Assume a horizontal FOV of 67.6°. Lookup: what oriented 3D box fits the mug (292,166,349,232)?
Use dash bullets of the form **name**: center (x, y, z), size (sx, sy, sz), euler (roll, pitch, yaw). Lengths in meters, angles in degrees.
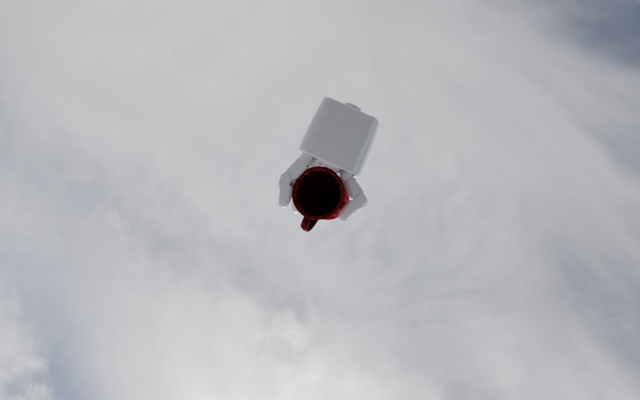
- **mug**: center (0.000, 0.004, 0.849), size (0.093, 0.117, 0.081), euler (25, 0, 16)
